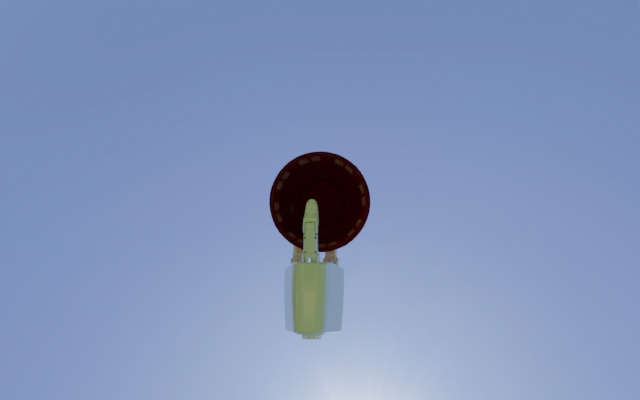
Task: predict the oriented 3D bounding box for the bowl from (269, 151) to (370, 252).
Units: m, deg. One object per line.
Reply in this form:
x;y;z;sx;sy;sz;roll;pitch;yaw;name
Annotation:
0.000;0.001;0.785;0.162;0.162;0.055;0;-1;4;bowl
